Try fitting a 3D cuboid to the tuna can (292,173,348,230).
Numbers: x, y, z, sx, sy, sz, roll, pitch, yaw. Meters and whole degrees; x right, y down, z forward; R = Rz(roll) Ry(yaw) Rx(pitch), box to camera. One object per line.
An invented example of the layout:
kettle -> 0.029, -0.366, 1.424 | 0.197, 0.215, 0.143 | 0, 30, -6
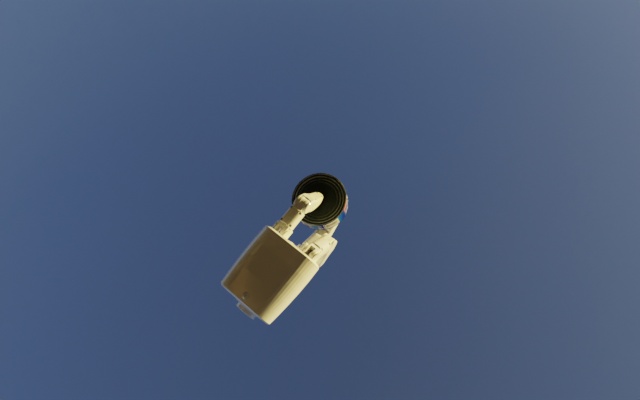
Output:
tuna can -> 0.000, 0.003, 0.748 | 0.086, 0.086, 0.034 | 0, -19, 11
